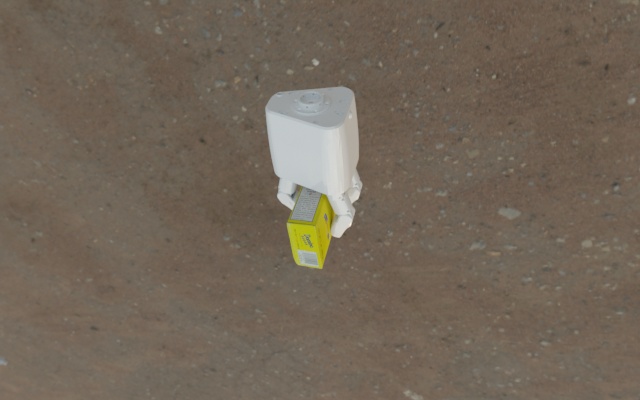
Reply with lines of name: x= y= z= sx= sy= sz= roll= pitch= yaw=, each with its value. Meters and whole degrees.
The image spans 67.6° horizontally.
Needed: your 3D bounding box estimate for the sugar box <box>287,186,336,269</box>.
sugar box: x=0.001 y=0.002 z=0.703 sx=0.048 sy=0.093 sz=0.176 roll=8 pitch=47 yaw=15
